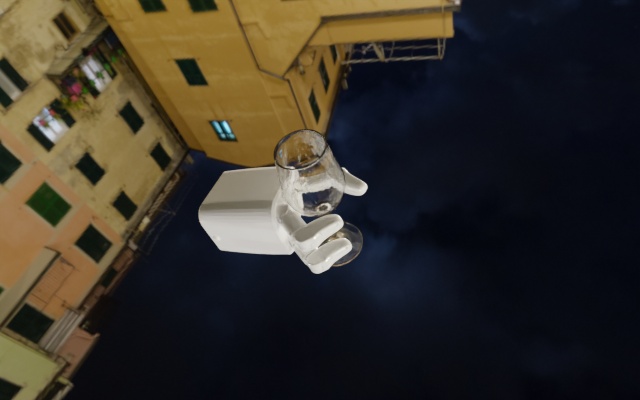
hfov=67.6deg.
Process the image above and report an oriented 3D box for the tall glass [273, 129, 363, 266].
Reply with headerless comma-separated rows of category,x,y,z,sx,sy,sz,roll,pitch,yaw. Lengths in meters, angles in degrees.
tall glass,0.000,0.002,0.607,0.079,0.079,0.201,0,-37,17
